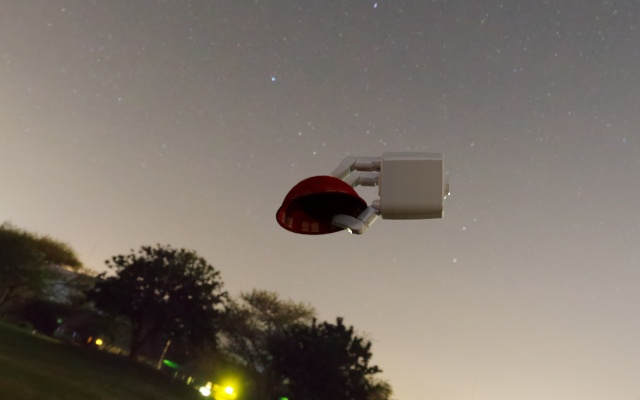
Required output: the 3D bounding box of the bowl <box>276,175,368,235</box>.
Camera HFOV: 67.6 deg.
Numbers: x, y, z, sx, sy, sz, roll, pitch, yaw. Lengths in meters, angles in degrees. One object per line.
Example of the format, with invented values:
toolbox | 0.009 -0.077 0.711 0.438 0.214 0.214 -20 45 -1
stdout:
bowl | -0.001 0.002 0.844 0.162 0.055 0.162 -5 -29 -3
